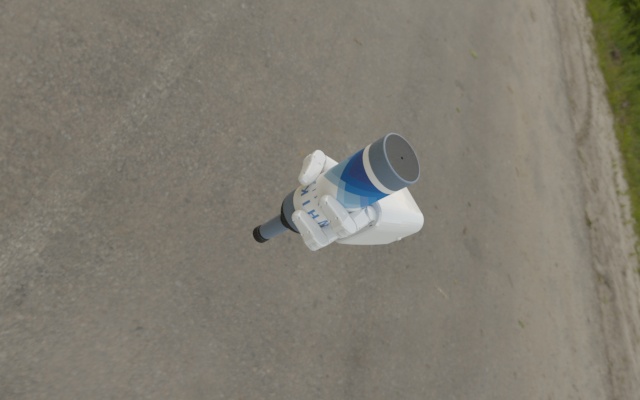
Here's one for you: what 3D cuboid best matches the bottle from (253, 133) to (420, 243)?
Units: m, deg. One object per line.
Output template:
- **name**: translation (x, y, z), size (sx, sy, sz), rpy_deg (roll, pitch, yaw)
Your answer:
- **bottle**: translation (0.000, 0.002, 0.662), size (0.069, 0.069, 0.296), rpy_deg (0, -21, -45)
